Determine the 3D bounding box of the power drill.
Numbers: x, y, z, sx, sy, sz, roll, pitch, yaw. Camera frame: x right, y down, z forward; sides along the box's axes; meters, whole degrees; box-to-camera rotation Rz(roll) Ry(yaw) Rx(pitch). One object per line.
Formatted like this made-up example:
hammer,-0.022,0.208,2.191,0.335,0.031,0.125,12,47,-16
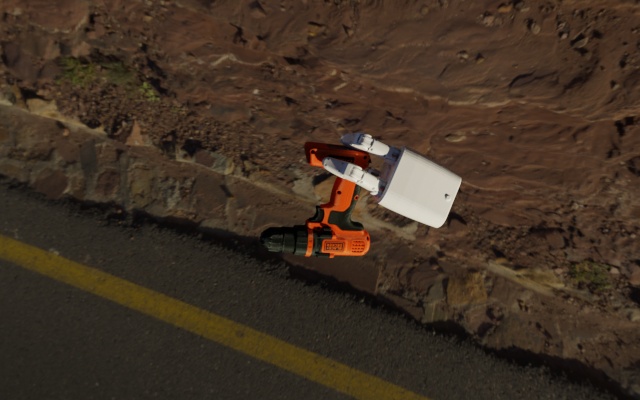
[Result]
power drill,0.000,0.002,0.773,0.184,0.188,0.057,3,19,-15
